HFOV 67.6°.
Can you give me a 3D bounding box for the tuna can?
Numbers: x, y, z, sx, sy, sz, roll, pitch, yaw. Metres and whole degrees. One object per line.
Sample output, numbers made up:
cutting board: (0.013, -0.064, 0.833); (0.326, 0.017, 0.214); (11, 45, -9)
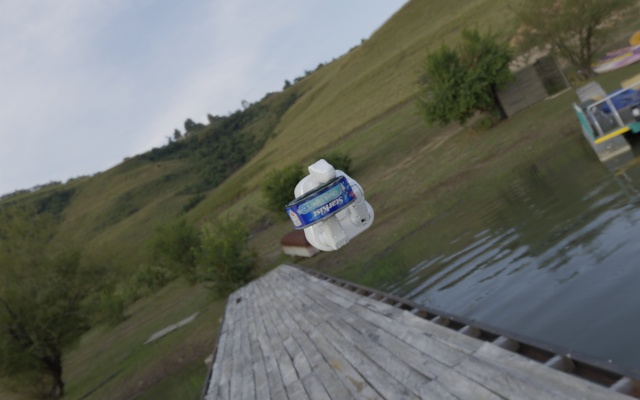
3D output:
tuna can: (0.000, 0.001, 0.596); (0.086, 0.034, 0.086); (-28, 6, 3)
